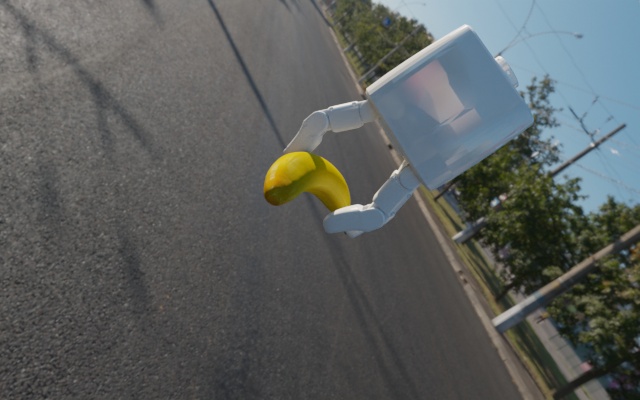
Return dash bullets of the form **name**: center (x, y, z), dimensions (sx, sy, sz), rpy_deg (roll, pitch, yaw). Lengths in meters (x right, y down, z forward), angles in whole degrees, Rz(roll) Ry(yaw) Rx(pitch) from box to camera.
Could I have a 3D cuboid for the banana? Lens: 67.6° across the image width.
- **banana**: center (-0.006, -0.014, 0.463), dimensions (0.037, 0.069, 0.198), rpy_deg (-29, -20, 16)
